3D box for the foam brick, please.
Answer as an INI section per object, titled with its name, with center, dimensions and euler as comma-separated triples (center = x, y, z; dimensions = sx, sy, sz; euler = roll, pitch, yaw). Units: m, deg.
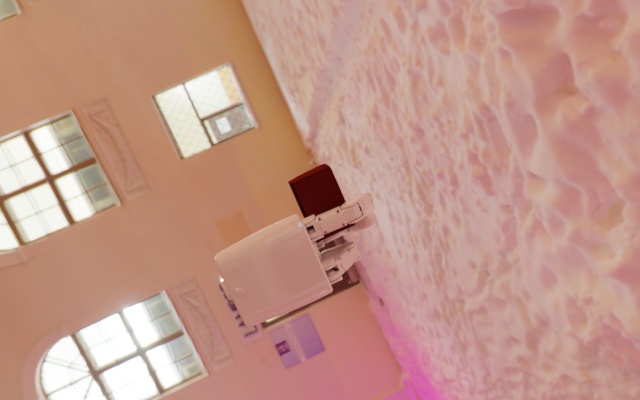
[foam brick]
center = 0.000, 0.002, 0.571
dimensions = 0.051, 0.078, 0.053
euler = -24, 8, -4
